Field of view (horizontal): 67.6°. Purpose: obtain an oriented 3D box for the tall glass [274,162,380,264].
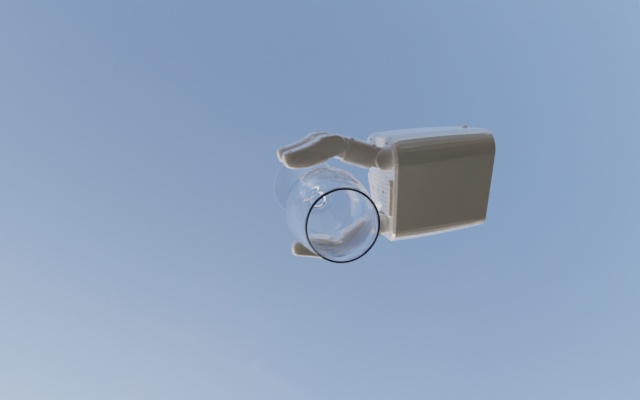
[{"bbox_3d":[0.000,0.001,0.473,0.079,0.079,0.201,0,11,-10],"label":"tall glass"}]
